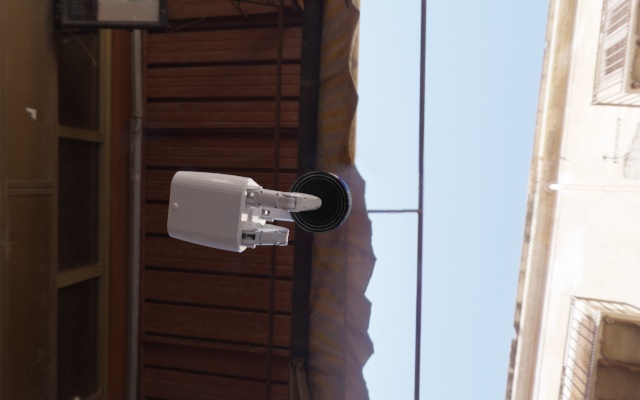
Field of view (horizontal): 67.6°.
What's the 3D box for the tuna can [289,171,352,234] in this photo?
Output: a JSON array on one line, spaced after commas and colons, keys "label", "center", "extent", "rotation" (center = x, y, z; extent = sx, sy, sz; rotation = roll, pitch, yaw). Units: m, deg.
[{"label": "tuna can", "center": [0.000, 0.002, 0.663], "extent": [0.086, 0.086, 0.034], "rotation": [0, 1, 14]}]
